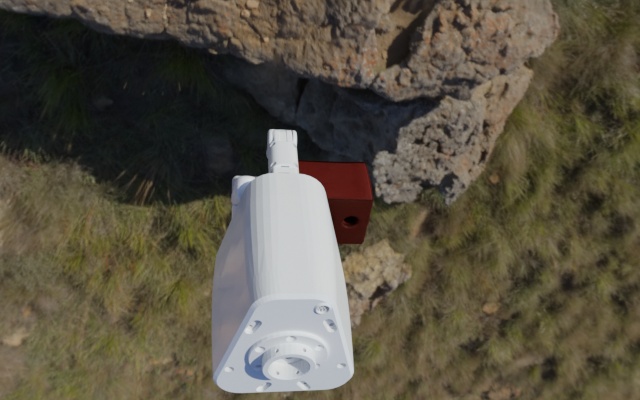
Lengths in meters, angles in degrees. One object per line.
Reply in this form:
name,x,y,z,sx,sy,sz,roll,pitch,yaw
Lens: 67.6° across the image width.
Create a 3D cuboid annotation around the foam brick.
foam brick,0.000,0.001,0.401,0.078,0.053,0.051,1,41,-9
